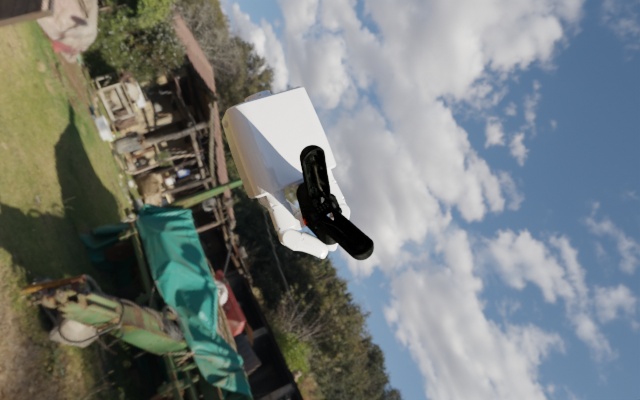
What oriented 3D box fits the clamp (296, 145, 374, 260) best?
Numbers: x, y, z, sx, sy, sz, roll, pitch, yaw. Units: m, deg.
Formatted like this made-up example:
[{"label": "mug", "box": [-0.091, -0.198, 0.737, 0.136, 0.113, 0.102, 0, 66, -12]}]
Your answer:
[{"label": "clamp", "box": [0.001, 0.002, 0.518, 0.039, 0.120, 0.171, -22, 5, -15]}]
